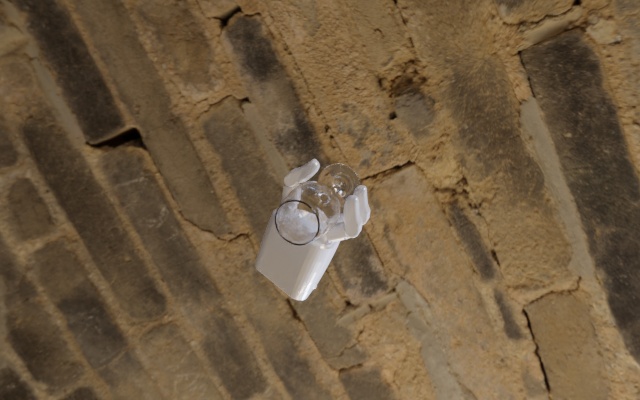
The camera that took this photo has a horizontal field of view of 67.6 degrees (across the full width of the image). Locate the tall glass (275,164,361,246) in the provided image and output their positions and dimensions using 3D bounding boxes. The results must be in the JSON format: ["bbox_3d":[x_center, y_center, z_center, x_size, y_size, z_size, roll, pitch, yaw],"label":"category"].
[{"bbox_3d":[0.000,0.002,0.703,0.079,0.079,0.201,0,16,19],"label":"tall glass"}]
